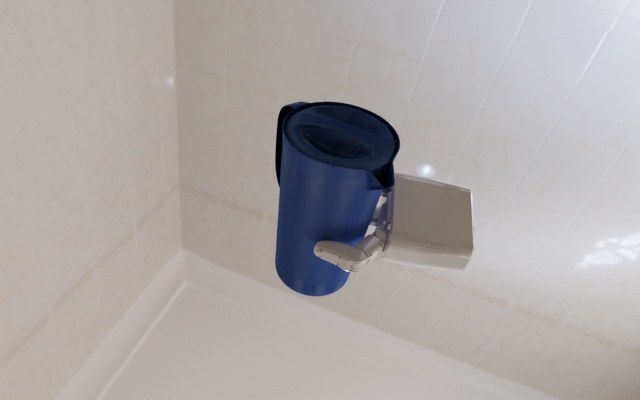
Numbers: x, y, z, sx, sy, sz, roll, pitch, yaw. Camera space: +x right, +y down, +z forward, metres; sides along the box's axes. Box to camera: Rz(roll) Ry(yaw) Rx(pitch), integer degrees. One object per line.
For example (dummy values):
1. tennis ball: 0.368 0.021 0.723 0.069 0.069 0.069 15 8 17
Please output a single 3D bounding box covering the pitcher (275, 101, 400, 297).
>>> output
1. pitcher: 0.000 0.002 0.610 0.145 0.243 0.149 10 40 -2
